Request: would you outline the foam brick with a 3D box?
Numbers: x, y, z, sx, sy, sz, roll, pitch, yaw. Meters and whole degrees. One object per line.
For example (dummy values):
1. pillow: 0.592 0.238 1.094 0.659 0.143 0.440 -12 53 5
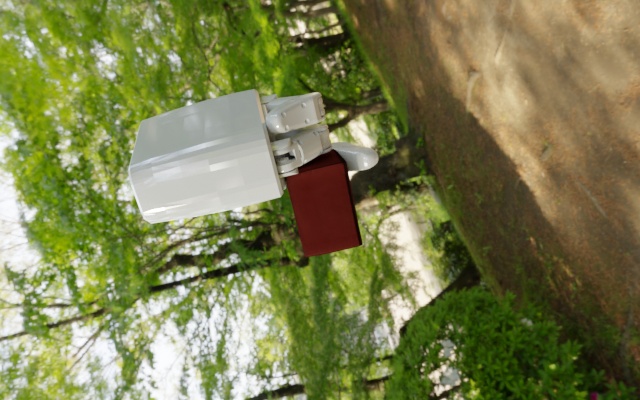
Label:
1. foam brick: 0.000 0.002 0.416 0.051 0.078 0.053 -15 19 -5
